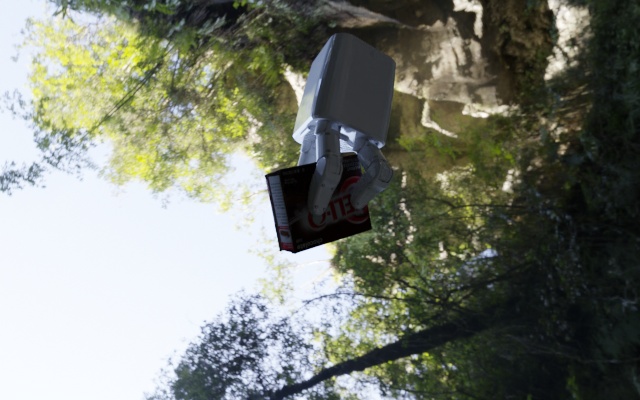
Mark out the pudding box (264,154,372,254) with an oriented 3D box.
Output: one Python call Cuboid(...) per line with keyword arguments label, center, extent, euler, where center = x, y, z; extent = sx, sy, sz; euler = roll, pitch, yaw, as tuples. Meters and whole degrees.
Cuboid(label="pudding box", center=(0.000, 0.002, 0.532), extent=(0.113, 0.090, 0.039), euler=(-14, 6, -33))
